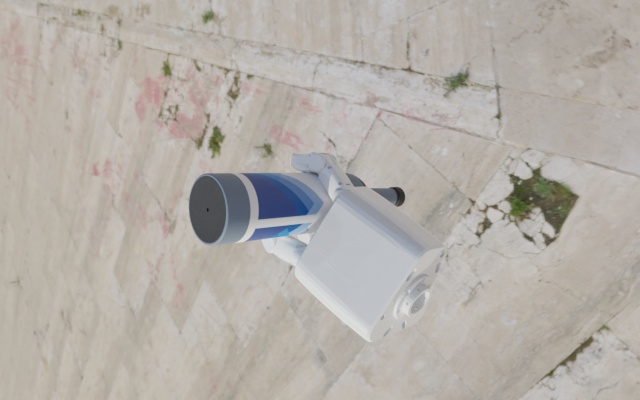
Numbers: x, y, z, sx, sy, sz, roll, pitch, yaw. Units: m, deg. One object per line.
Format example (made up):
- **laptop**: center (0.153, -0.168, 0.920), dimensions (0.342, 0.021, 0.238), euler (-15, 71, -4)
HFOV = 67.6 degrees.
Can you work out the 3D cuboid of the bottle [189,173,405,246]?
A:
- **bottle**: center (0.000, 0.002, 0.538), dimensions (0.069, 0.069, 0.296), euler (0, 3, 45)
